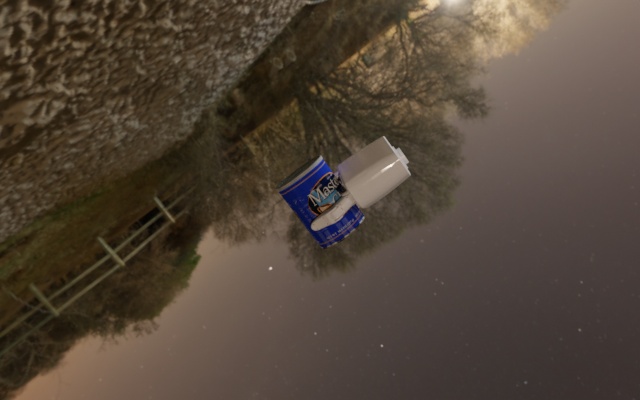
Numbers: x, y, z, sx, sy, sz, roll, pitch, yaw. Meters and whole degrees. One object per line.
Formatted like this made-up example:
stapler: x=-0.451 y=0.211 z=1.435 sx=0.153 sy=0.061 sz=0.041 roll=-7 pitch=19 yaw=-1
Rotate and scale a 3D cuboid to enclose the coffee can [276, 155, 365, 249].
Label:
coffee can: x=0.000 y=0.003 z=0.879 sx=0.103 sy=0.140 sz=0.102 roll=-35 pitch=11 yaw=8
